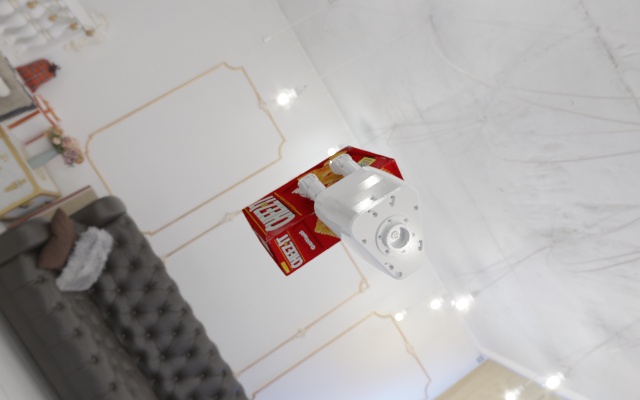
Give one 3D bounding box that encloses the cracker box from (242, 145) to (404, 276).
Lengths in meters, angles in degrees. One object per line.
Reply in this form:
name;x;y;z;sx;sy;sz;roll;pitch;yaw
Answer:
cracker box;0.000;0.002;0.723;0.213;0.072;0.164;-32;23;-11
